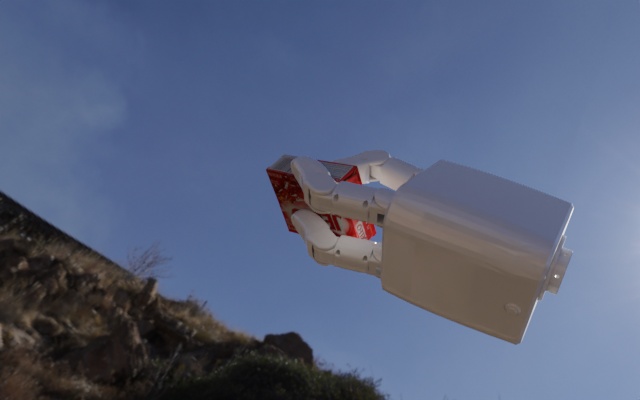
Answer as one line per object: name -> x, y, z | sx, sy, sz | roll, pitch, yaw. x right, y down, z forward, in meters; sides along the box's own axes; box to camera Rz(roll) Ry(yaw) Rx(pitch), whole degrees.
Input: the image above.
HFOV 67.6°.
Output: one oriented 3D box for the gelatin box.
gelatin box -> 0.000, 0.001, 0.426 | 0.089, 0.073, 0.030 | 13, 44, 39
